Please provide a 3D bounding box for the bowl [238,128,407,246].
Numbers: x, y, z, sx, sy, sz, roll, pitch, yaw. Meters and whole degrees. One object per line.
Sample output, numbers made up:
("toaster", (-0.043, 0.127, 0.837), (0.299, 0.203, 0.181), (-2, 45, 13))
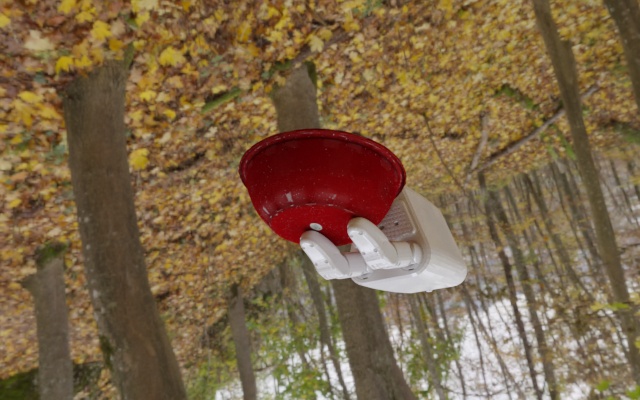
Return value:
("bowl", (-0.001, 0.001, 0.452), (0.162, 0.055, 0.162), (3, -29, 2))
